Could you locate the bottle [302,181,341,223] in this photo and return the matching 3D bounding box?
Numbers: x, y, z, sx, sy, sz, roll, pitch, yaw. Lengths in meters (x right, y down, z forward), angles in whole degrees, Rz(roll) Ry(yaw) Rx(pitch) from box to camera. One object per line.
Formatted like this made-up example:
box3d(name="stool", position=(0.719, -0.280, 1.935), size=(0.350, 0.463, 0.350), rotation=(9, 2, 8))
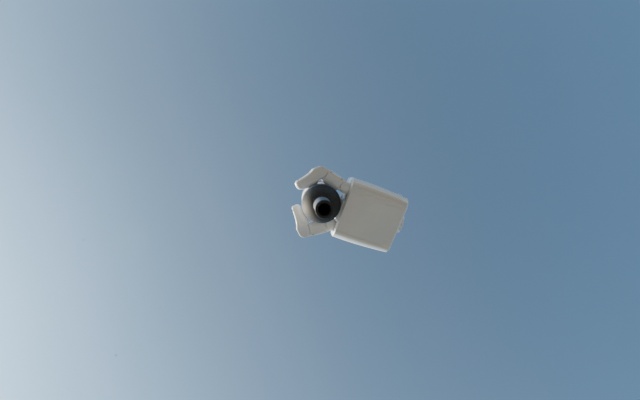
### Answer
box3d(name="bottle", position=(0.000, 0.003, 0.841), size=(0.069, 0.069, 0.295), rotation=(0, 4, -2))
